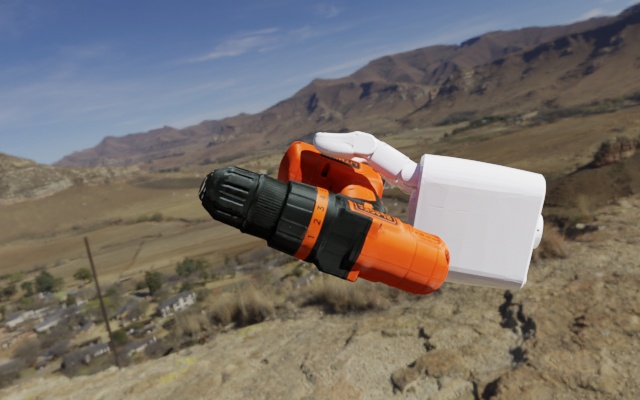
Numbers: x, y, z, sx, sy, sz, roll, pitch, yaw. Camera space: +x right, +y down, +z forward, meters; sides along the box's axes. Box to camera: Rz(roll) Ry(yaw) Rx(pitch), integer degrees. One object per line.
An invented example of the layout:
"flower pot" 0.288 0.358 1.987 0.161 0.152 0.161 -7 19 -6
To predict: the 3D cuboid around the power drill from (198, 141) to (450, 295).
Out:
"power drill" 0.000 0.001 0.403 0.184 0.057 0.187 22 16 -10
